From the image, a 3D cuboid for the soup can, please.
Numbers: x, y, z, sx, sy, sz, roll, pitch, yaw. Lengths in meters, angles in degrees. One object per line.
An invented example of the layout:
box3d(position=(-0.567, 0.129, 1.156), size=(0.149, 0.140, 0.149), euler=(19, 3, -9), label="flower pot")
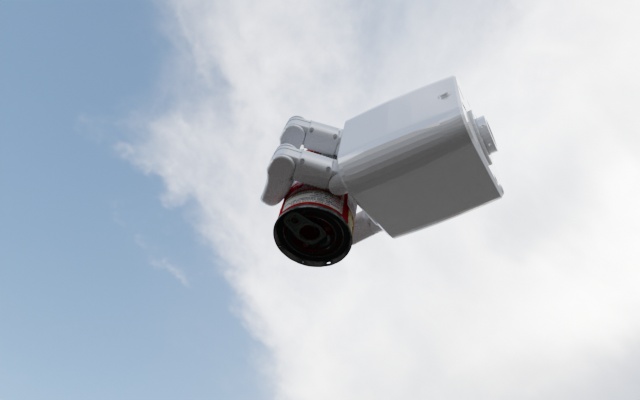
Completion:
box3d(position=(0.000, 0.002, 0.440), size=(0.068, 0.069, 0.102), euler=(0, 37, 10), label="soup can")
